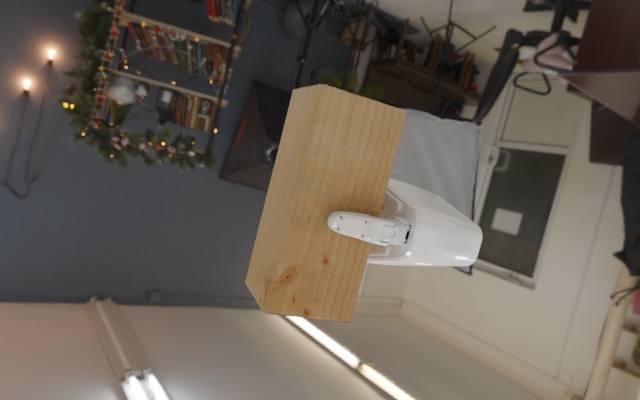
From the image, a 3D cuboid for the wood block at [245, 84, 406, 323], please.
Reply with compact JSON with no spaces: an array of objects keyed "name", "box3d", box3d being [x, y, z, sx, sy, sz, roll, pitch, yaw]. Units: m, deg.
[{"name":"wood block","box3d":[0.001,0.002,0.467,0.090,0.206,0.091,13,4,-22]}]
